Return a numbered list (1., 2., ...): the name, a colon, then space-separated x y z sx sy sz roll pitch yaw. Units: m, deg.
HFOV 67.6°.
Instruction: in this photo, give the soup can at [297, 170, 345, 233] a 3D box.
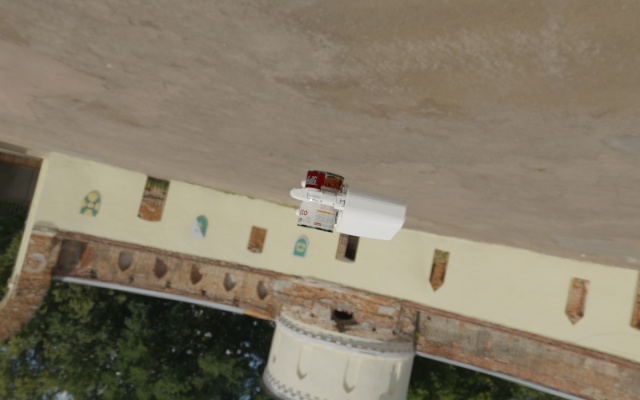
1. soup can: 0.000 0.003 0.855 0.068 0.102 0.068 12 -5 1
